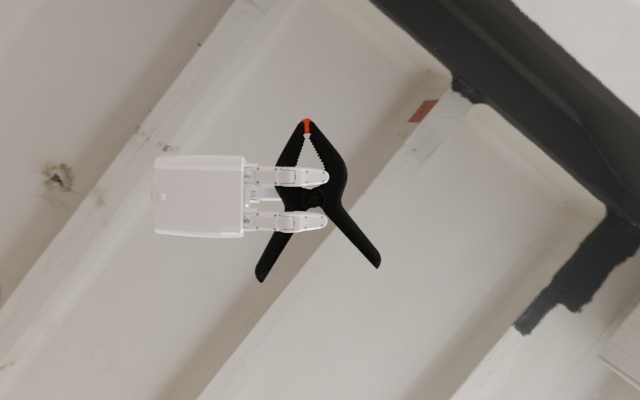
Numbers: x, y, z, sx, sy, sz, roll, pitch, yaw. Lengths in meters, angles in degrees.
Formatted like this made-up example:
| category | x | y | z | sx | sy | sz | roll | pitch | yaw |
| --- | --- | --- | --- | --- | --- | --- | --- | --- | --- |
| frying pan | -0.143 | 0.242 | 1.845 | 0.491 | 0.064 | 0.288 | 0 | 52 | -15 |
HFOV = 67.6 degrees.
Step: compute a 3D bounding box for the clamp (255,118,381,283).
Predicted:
| category | x | y | z | sx | sy | sz | roll | pitch | yaw |
| --- | --- | --- | --- | --- | --- | --- | --- | --- | --- |
| clamp | 0.000 | 0.001 | 0.612 | 0.164 | 0.210 | 0.036 | 1 | 6 | -8 |
